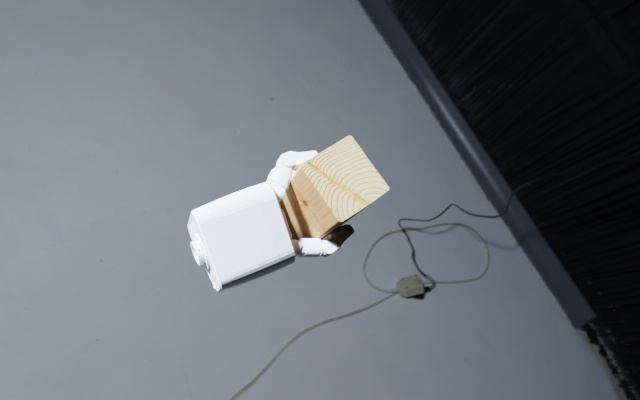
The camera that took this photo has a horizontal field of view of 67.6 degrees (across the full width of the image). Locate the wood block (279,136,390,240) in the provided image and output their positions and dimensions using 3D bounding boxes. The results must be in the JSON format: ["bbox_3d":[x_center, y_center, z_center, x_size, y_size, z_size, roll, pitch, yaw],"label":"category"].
[{"bbox_3d":[0.000,0.003,0.694,0.090,0.091,0.206,-33,-5,-25],"label":"wood block"}]
